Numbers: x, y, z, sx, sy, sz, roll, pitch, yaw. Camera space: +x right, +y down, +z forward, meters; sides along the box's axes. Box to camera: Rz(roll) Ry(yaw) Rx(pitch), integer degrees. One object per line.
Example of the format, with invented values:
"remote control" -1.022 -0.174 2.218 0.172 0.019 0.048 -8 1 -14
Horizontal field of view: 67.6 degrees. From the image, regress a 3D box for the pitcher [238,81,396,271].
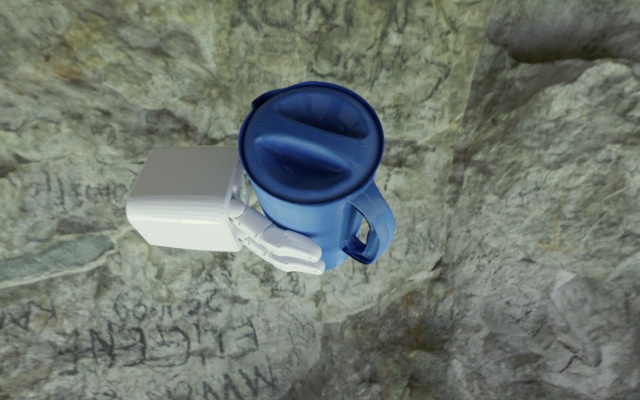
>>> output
"pitcher" 0.000 0.002 0.530 0.145 0.149 0.243 2 -26 2
